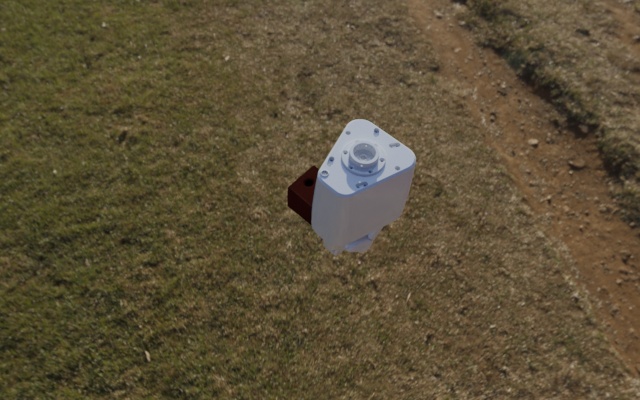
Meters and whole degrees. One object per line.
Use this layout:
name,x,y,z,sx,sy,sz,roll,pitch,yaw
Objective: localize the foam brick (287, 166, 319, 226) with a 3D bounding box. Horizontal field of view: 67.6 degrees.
foam brick,0.000,0.002,0.642,0.078,0.053,0.051,38,-25,20
